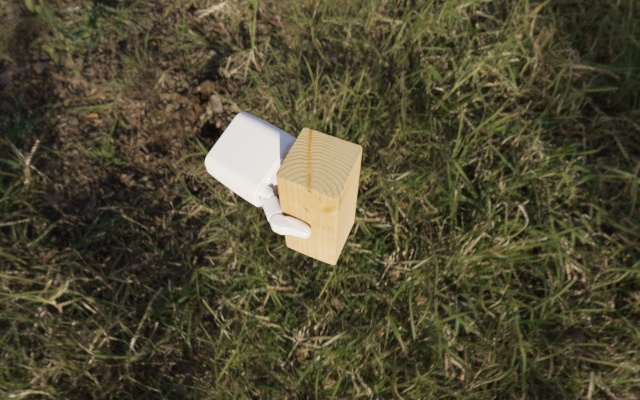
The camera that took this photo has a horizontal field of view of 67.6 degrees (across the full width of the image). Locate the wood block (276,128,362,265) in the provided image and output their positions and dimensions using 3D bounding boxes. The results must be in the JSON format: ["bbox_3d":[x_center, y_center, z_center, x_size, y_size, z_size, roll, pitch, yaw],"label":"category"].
[{"bbox_3d":[0.000,0.002,0.709,0.090,0.090,0.206,21,-29,13],"label":"wood block"}]
